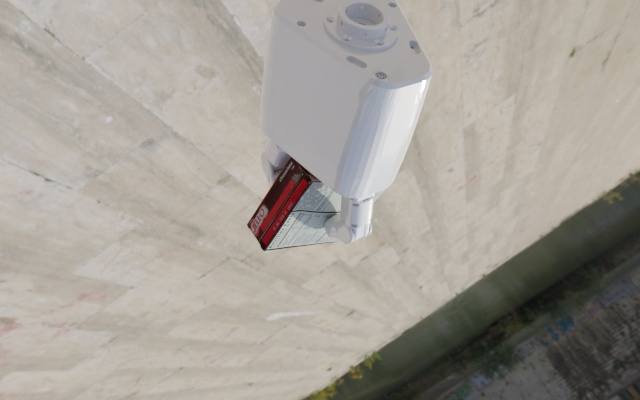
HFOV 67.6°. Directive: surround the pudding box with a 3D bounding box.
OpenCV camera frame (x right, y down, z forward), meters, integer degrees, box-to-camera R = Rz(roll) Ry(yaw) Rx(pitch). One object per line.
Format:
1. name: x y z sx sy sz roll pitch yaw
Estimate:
1. pudding box: 0.000 0.002 0.445 0.113 0.039 0.090 0 -44 -46
